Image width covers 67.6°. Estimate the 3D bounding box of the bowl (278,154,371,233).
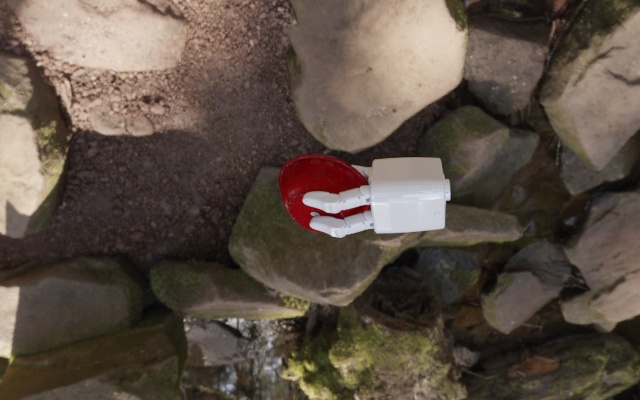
[{"bbox_3d":[-0.001,0.003,0.773,0.162,0.055,0.162,12,-41,10],"label":"bowl"}]
